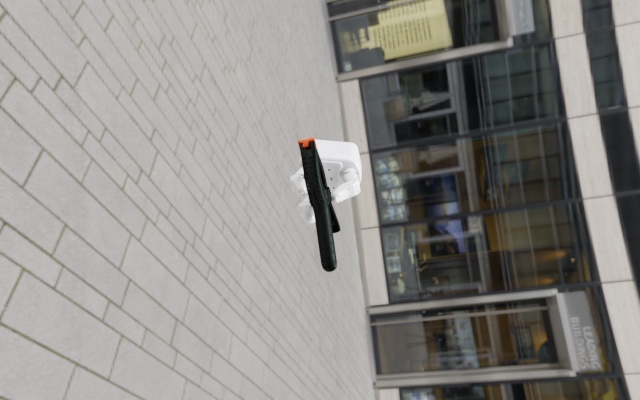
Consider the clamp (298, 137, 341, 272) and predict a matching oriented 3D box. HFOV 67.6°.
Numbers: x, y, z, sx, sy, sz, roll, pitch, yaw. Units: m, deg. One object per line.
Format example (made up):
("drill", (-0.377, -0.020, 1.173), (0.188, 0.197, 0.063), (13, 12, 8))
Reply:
("clamp", (0.001, 0.002, 0.789), (0.036, 0.210, 0.164), (-11, 26, 7))
